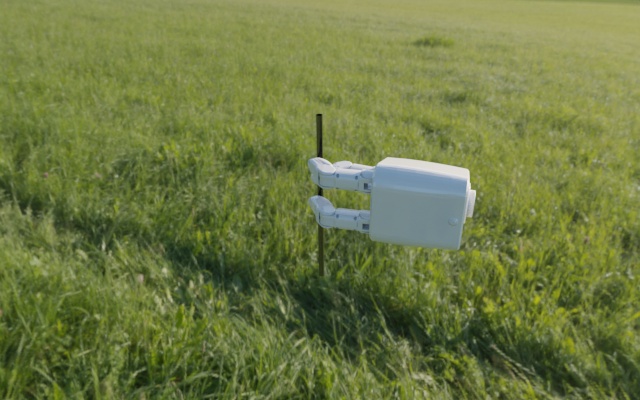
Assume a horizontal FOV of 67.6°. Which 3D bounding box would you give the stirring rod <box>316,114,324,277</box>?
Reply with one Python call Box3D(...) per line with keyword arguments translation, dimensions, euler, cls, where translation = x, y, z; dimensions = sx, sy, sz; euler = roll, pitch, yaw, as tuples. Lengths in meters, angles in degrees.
Box3D(translation=(0.000, 0.002, 0.634), dimensions=(0.011, 0.240, 0.011), euler=(-1, 29, 0), cls="stirring rod")
